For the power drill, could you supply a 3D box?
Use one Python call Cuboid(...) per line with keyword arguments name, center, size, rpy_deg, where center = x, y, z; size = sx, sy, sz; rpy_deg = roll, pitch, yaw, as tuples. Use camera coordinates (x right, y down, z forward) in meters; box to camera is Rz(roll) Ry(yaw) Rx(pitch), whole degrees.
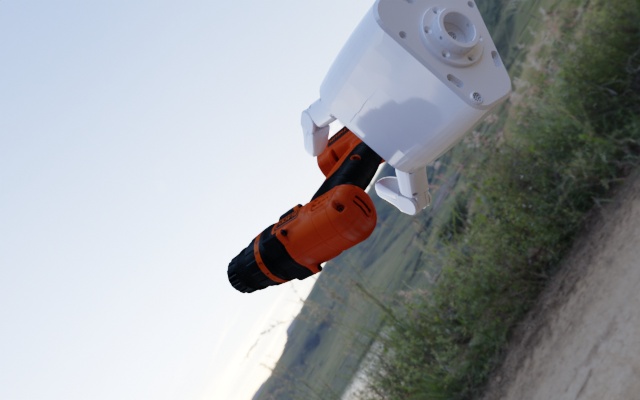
Cuboid(name="power drill", center=(0.000, 0.001, 0.461), size=(0.184, 0.057, 0.187), rpy_deg=(-30, 20, 42))
